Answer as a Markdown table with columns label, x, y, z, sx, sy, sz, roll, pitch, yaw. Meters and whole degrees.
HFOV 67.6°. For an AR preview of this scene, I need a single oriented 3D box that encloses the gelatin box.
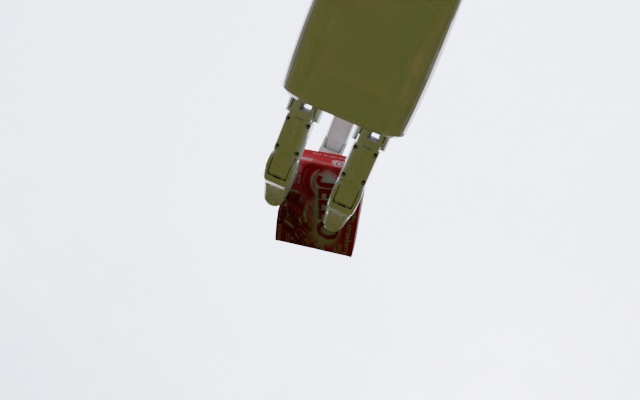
| label | x | y | z | sx | sy | sz | roll | pitch | yaw |
| --- | --- | --- | --- | --- | --- | --- | --- | --- | --- |
| gelatin box | 0.000 | 0.001 | 0.422 | 0.073 | 0.089 | 0.030 | 12 | 32 | 8 |
